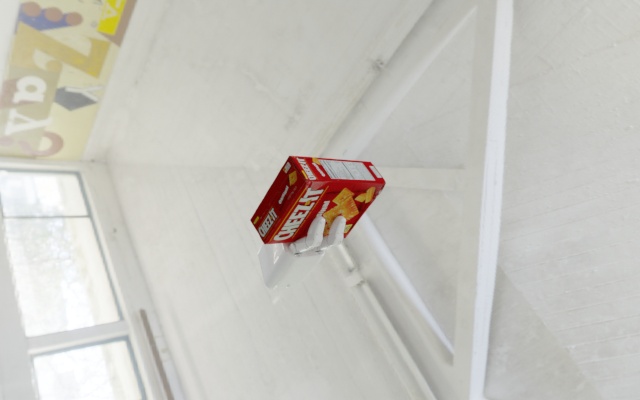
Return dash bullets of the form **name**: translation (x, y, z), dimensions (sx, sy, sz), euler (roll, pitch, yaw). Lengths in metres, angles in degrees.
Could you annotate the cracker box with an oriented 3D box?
- **cracker box**: translation (0.000, 0.003, 0.900), dimensions (0.214, 0.072, 0.164), euler (-1, -44, -44)
